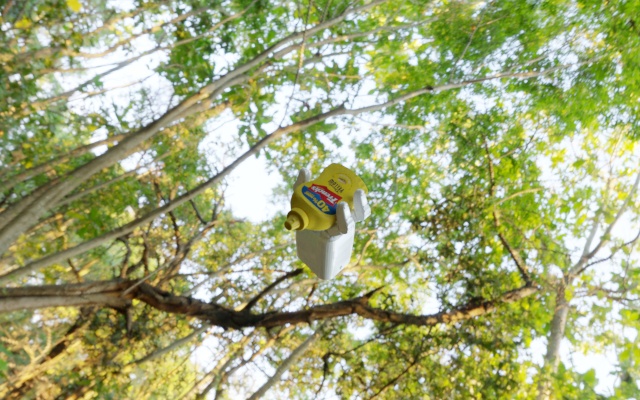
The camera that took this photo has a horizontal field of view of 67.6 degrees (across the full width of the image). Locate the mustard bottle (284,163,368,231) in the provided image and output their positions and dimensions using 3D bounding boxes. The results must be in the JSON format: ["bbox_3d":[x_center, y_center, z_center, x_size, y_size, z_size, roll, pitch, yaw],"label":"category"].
[{"bbox_3d":[0.000,0.003,0.882,0.191,0.096,0.058,-37,-16,-42],"label":"mustard bottle"}]
